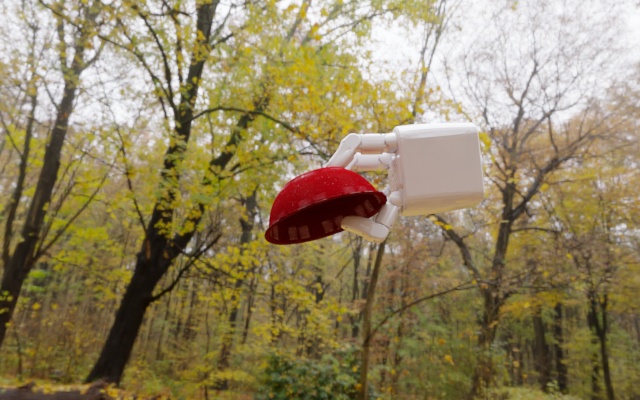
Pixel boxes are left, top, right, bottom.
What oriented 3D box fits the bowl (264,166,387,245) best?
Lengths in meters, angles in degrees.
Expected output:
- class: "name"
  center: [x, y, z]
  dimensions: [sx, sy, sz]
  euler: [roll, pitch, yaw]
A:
- class: "bowl"
  center: [-0.001, 0.002, 0.608]
  dimensions: [0.162, 0.055, 0.162]
  euler: [-17, -18, -6]
